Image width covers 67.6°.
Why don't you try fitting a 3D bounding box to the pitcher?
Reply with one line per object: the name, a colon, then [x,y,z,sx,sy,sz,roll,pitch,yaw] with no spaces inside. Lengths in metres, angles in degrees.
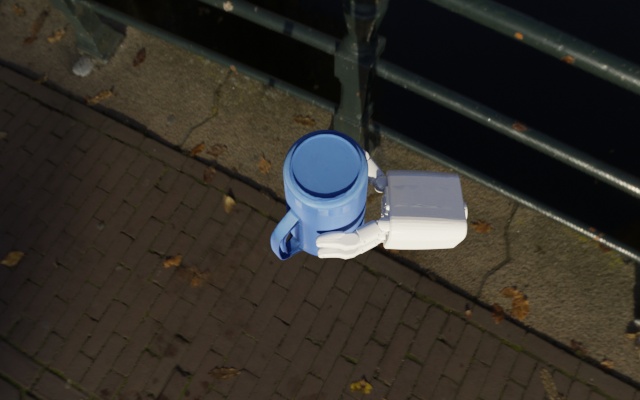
pitcher: [0.000,0.002,0.701,0.145,0.149,0.243,3,-18,2]
